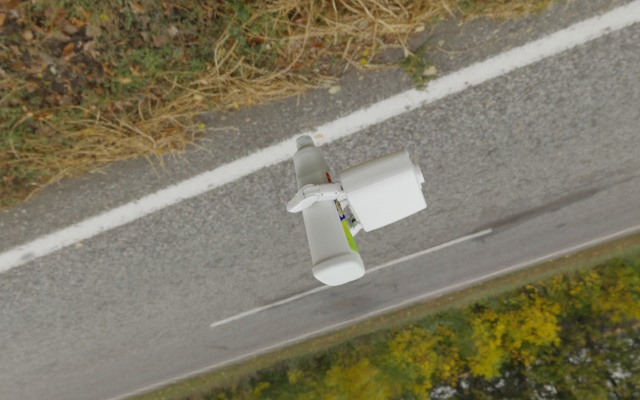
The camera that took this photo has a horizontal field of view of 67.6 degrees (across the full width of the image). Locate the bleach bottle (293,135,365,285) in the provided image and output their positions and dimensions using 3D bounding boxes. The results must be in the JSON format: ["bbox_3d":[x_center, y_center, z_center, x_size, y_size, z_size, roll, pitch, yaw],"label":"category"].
[{"bbox_3d":[0.000,0.003,0.757,0.068,0.250,0.103,-21,-25,10],"label":"bleach bottle"}]
